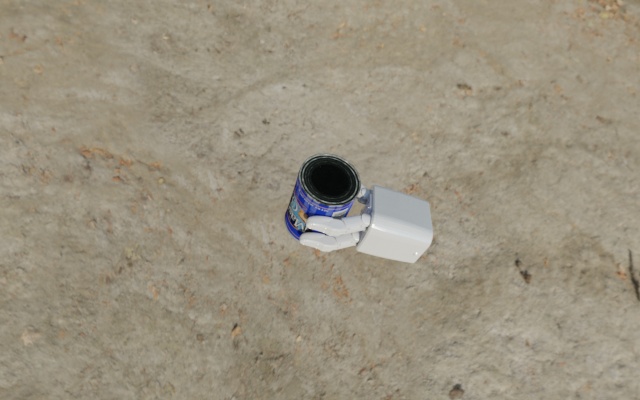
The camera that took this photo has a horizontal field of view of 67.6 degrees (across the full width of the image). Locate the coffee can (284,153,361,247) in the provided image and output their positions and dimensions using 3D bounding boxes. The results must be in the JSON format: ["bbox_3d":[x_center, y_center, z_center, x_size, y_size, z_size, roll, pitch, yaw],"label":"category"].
[{"bbox_3d":[0.000,0.003,0.812,0.103,0.102,0.140,0,-32,-15],"label":"coffee can"}]
